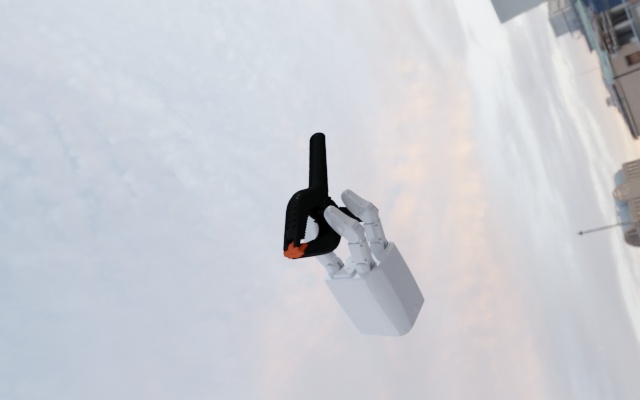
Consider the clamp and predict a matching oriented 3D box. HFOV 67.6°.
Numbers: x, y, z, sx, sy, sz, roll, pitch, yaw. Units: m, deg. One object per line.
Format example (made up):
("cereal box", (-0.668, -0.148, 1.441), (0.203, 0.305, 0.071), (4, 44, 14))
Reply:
("clamp", (-0.001, 0.003, 0.669), (0.036, 0.164, 0.210), (-26, 12, 38))
